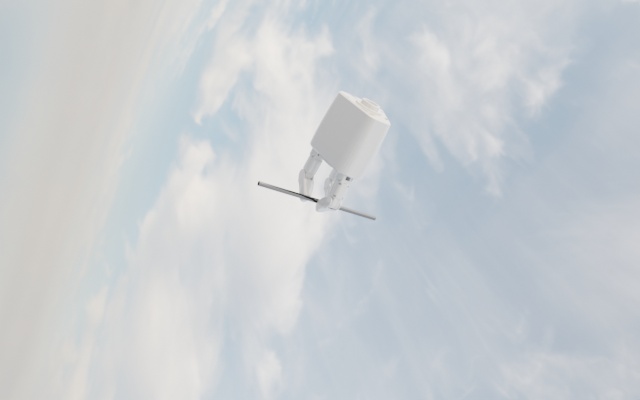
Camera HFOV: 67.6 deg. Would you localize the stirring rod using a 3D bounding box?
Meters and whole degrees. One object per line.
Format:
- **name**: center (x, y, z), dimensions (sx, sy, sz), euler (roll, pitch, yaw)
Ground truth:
- **stirring rod**: center (0.000, 0.003, 0.837), dimensions (0.239, 0.011, 0.011), euler (17, -8, -28)
